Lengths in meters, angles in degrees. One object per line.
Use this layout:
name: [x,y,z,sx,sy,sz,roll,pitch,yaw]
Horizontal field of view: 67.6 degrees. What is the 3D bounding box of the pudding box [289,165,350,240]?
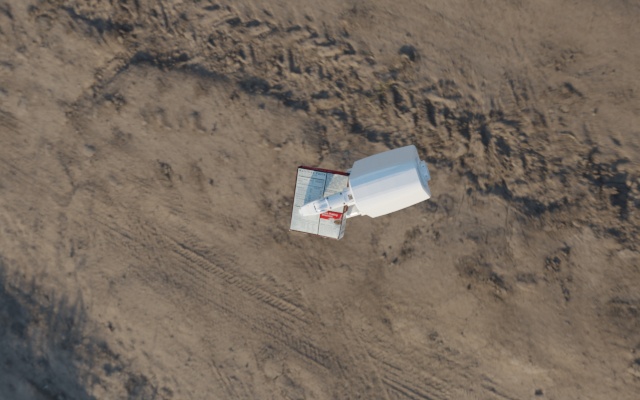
pudding box: [0.000,0.003,0.797,0.090,0.113,0.039,11,9,12]
